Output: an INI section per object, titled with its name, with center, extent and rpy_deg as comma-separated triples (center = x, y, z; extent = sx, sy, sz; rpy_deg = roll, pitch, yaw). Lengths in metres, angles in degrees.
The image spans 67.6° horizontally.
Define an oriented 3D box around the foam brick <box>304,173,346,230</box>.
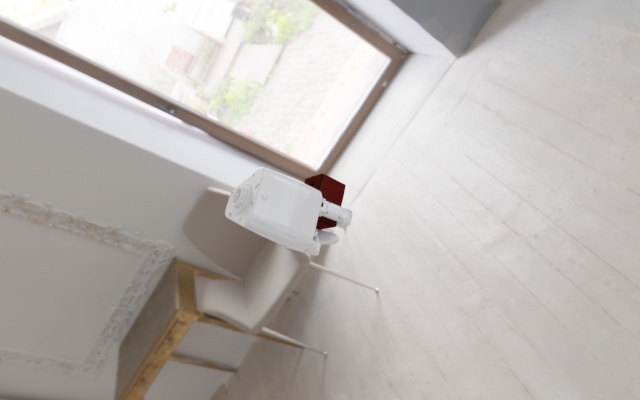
[foam brick]
center = 0.000, 0.002, 0.784
extent = 0.051, 0.078, 0.053
rpy_deg = 24, -21, -29
